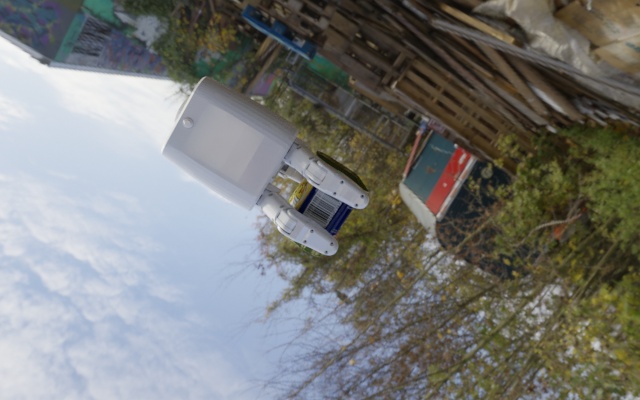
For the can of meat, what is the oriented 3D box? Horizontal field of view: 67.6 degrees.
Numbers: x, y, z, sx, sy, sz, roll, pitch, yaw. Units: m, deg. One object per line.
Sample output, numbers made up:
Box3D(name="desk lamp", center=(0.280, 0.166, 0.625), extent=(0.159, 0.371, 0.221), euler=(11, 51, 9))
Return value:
Box3D(name="can of meat", center=(0.000, 0.002, 0.511), extent=(0.057, 0.084, 0.102), euler=(31, 11, -11))
